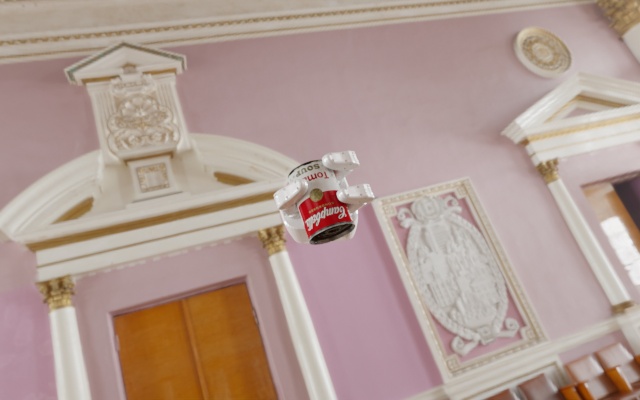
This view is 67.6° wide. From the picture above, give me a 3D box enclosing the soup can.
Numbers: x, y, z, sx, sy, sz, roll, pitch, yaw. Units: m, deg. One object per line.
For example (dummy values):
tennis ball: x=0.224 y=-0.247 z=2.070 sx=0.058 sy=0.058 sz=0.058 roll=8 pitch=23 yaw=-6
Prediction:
soup can: x=0.000 y=0.002 z=0.673 sx=0.068 sy=0.102 sz=0.068 roll=-18 pitch=-20 yaw=-7
